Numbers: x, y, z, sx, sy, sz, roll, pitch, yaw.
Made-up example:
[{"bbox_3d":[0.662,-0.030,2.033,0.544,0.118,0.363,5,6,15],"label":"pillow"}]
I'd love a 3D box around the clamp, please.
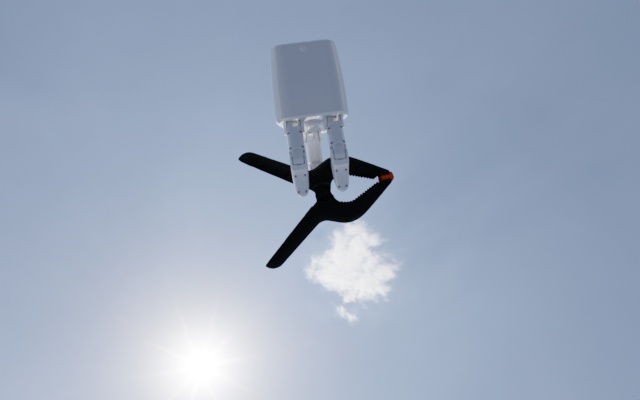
[{"bbox_3d":[0.001,0.002,0.666,0.210,0.164,0.036,-8,-2,-3],"label":"clamp"}]
